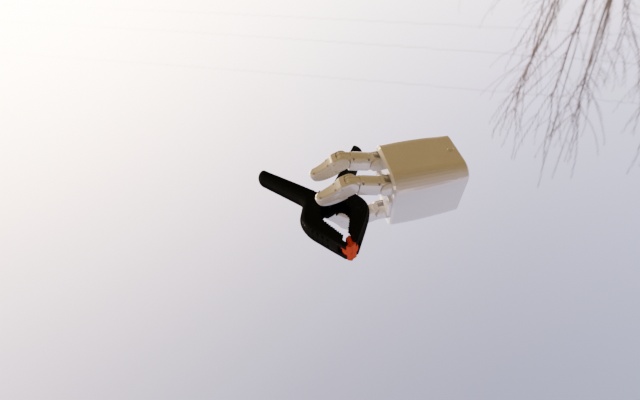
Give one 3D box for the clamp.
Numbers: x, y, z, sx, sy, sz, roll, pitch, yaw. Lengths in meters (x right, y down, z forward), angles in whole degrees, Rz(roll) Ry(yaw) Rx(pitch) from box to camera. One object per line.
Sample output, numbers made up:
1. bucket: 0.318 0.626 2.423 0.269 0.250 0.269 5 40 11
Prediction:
1. clamp: 0.001 0.003 0.668 0.164 0.036 0.209 -12 42 -2
